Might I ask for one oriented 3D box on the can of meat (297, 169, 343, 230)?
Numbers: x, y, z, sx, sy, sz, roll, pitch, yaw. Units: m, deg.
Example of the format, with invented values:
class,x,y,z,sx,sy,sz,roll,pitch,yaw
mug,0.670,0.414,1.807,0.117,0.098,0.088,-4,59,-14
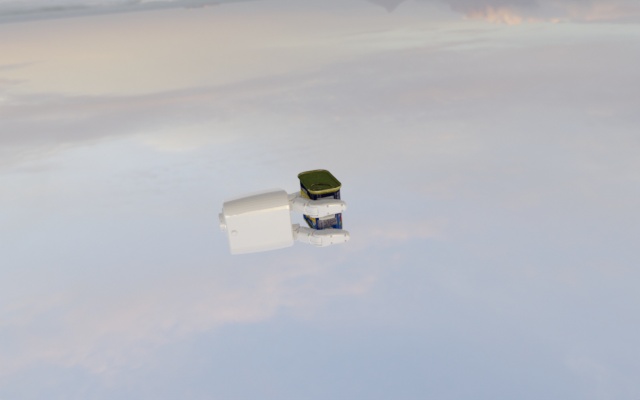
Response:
class,x,y,z,sx,sy,sz,roll,pitch,yaw
can of meat,0.000,0.003,0.817,0.057,0.084,0.102,-11,24,-14
